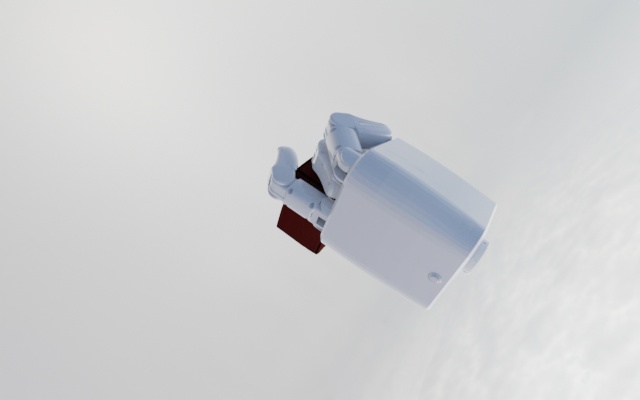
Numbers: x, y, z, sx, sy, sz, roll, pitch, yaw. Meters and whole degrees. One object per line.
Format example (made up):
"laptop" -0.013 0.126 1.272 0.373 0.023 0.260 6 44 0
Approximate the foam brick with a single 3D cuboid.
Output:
"foam brick" 0.000 0.002 0.454 0.051 0.078 0.053 34 43 13
